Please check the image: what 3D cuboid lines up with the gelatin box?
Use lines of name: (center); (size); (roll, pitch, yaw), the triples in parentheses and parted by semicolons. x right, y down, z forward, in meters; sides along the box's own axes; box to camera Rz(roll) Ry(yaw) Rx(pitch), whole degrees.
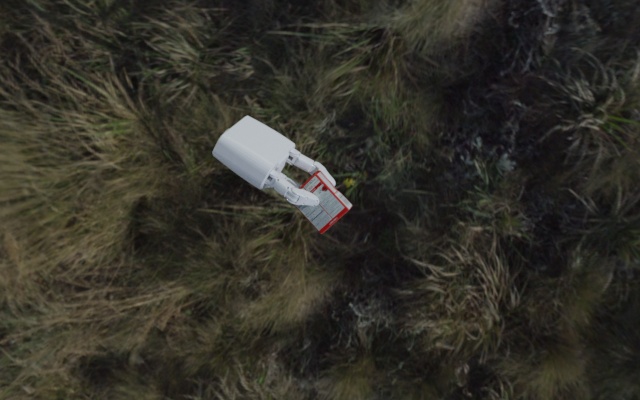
gelatin box: (0.000, 0.003, 0.851); (0.073, 0.089, 0.030); (-43, -1, 24)
